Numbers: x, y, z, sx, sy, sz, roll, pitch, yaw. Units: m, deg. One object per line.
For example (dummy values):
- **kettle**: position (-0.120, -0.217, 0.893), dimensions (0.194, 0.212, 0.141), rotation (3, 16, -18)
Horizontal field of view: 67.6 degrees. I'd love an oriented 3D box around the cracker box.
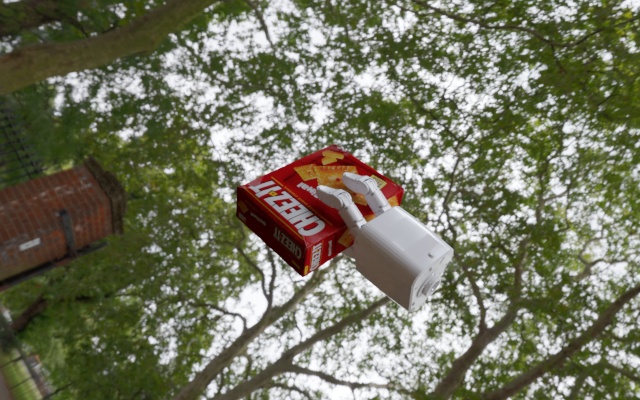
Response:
- **cracker box**: position (0.000, 0.003, 0.756), dimensions (0.213, 0.072, 0.164), rotation (-28, 51, -35)
